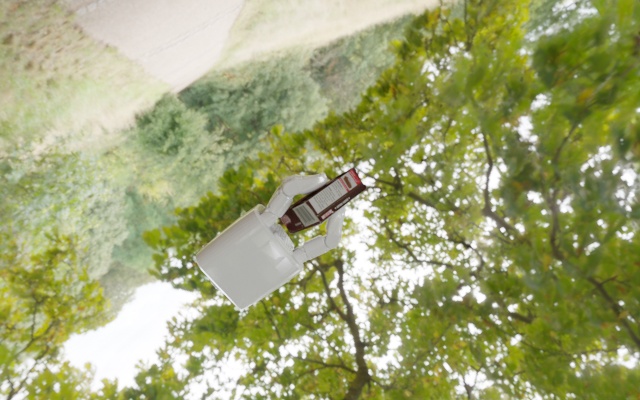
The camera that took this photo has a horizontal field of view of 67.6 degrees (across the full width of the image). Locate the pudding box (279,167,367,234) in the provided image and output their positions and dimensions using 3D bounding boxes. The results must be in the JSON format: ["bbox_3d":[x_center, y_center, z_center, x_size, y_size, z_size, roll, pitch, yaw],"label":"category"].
[{"bbox_3d":[0.000,0.002,0.667,0.090,0.039,0.113,-37,7,-26],"label":"pudding box"}]
